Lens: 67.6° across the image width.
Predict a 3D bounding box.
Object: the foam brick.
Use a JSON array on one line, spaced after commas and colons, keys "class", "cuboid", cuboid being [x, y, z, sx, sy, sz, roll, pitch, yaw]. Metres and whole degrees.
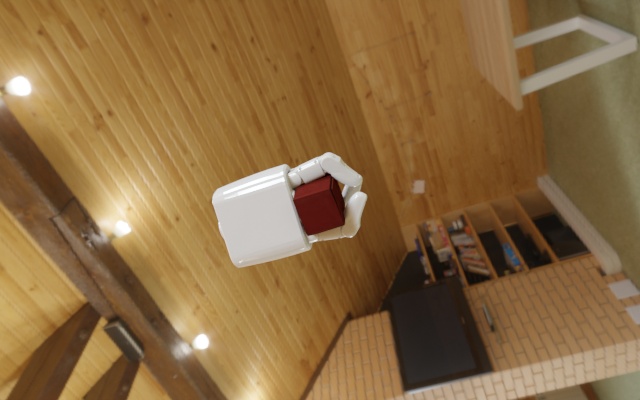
[{"class": "foam brick", "cuboid": [0.000, 0.002, 0.615, 0.051, 0.053, 0.078, -17, 19, 9]}]
